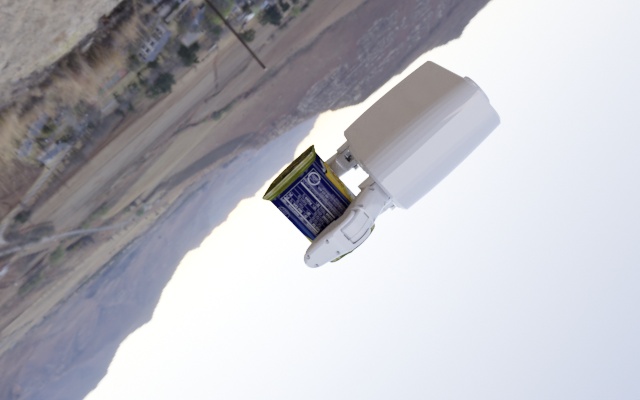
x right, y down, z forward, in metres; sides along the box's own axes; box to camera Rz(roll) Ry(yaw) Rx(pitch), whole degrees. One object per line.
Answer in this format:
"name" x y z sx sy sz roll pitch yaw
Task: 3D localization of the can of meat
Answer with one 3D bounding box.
"can of meat" 0.000 0.002 0.431 0.057 0.084 0.102 -42 9 8
